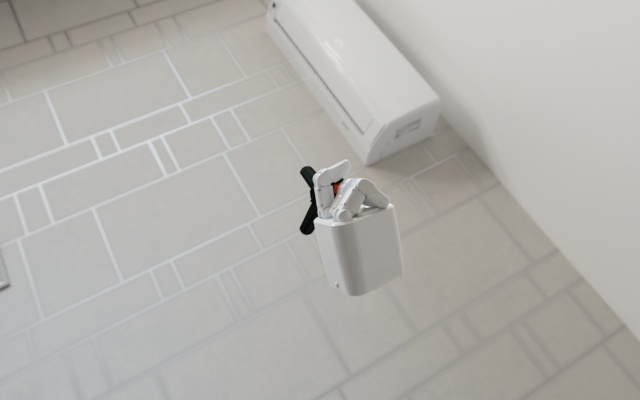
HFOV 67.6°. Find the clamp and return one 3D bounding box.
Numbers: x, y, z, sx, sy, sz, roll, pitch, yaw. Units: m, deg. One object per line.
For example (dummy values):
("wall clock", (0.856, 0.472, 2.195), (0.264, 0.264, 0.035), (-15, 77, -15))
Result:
("clamp", (0.001, 0.002, 0.776), (0.039, 0.120, 0.171), (-4, 4, -19))
